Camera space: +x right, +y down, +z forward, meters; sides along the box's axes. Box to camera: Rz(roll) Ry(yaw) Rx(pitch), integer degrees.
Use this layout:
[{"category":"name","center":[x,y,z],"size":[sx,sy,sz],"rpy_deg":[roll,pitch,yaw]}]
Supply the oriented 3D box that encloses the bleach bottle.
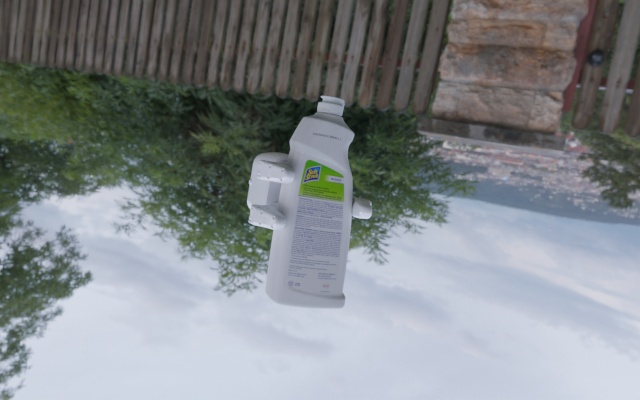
[{"category":"bleach bottle","center":[0.000,0.002,0.584],"size":[0.102,0.251,0.068],"rpy_deg":[8,6,-22]}]
